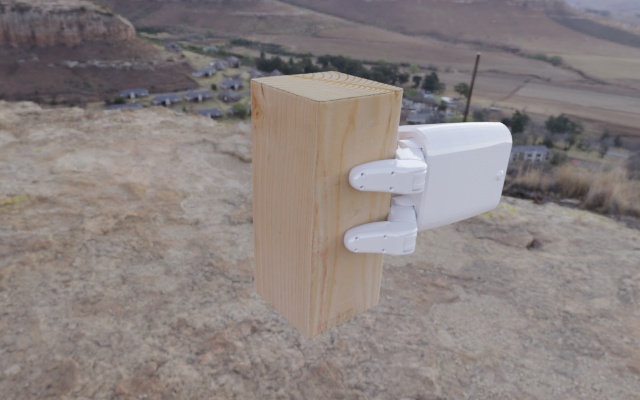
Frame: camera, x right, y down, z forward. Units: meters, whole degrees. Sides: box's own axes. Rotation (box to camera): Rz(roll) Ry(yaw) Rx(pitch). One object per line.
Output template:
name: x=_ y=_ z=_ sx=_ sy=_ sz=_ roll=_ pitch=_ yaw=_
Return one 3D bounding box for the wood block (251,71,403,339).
wood block: x=0.000 y=0.001 z=0.420 sx=0.090 sy=0.206 sz=0.090 roll=-17 pitch=31 yaw=-35
